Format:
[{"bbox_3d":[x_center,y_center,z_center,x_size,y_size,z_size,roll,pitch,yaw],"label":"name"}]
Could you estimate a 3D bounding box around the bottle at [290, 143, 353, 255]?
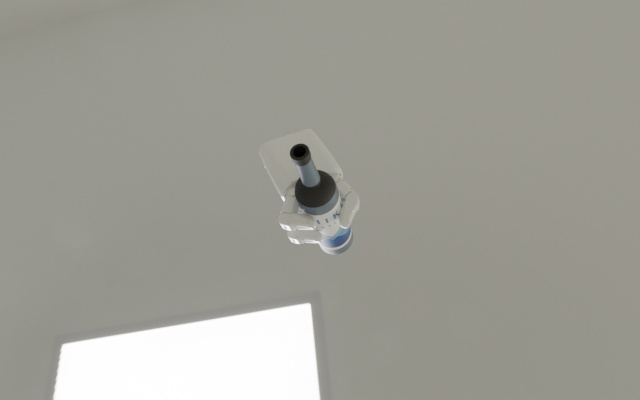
[{"bbox_3d":[0.000,0.003,0.771,0.069,0.069,0.296,0,-28,13],"label":"bottle"}]
